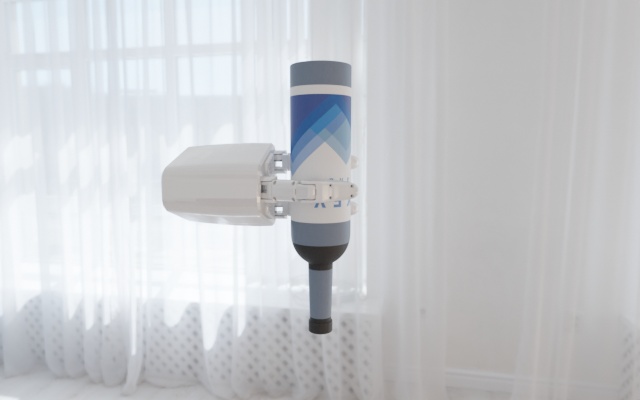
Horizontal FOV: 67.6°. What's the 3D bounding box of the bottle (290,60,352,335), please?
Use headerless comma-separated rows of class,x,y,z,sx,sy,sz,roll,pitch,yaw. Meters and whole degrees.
bottle,0.000,0.001,0.528,0.069,0.296,0.069,0,6,0
